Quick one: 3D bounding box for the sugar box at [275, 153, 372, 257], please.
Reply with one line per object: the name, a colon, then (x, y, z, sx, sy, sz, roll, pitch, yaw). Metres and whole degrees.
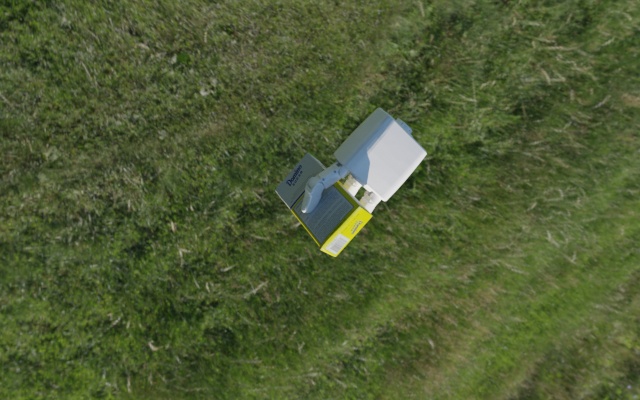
sugar box: (0.001, 0.003, 0.800, 0.048, 0.093, 0.176, 35, 11, -43)
